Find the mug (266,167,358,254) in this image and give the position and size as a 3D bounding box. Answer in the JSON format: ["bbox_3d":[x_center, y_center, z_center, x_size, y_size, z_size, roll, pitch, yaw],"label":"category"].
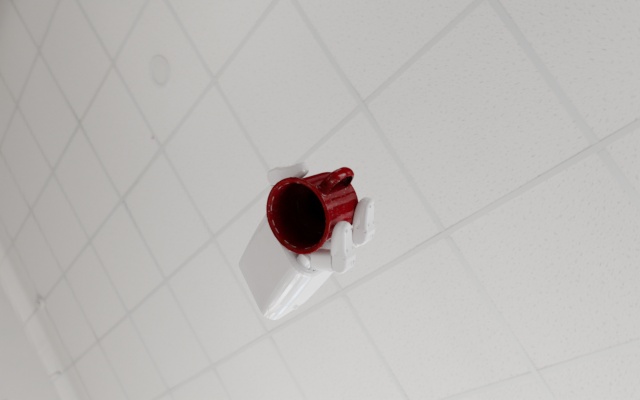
[{"bbox_3d":[0.001,0.001,0.582,0.081,0.093,0.117,-21,-27,-53],"label":"mug"}]
